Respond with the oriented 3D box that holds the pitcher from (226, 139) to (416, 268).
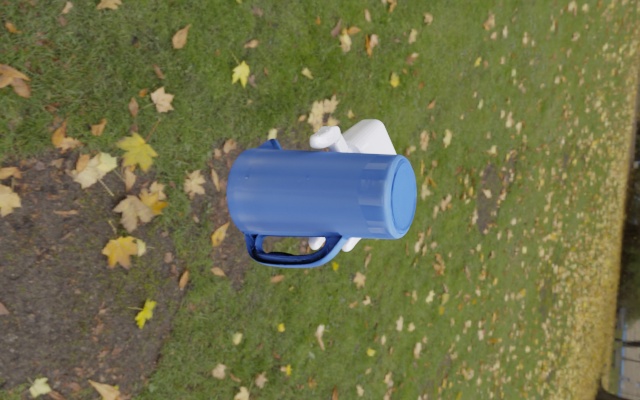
[{"bbox_3d":[0.000,0.002,0.660,0.243,0.149,0.145,2,31,30],"label":"pitcher"}]
